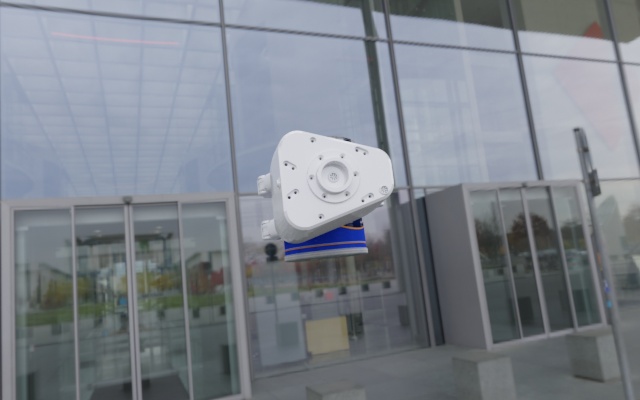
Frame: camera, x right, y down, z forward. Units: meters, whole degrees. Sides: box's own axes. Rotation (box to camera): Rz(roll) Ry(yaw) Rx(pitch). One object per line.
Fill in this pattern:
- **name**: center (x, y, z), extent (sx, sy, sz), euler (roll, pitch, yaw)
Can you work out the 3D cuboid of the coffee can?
- **coffee can**: center (0.000, 0.002, 0.597), extent (0.103, 0.140, 0.103), euler (-6, -9, -1)
